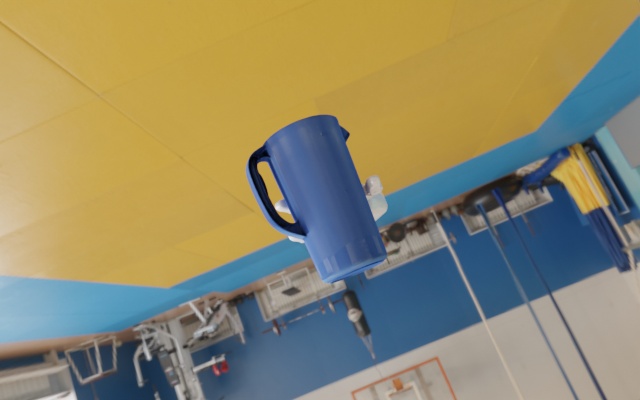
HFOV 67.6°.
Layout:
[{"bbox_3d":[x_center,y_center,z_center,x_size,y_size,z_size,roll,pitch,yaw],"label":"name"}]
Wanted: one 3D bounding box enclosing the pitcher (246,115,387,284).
[{"bbox_3d":[0.000,0.002,0.742,0.149,0.242,0.145,-27,-14,19],"label":"pitcher"}]
